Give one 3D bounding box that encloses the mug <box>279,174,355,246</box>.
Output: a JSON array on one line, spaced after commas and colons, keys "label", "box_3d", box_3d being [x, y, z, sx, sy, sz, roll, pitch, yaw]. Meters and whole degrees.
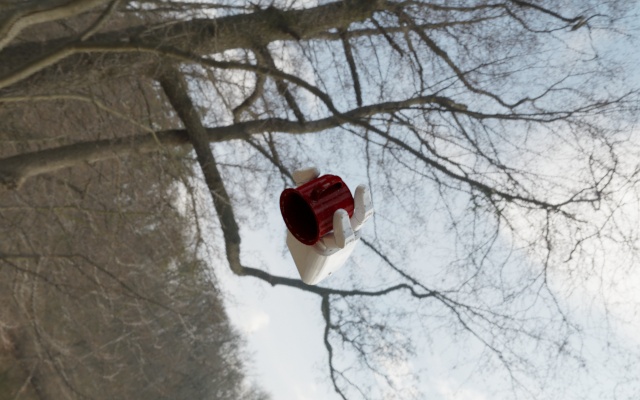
[{"label": "mug", "box_3d": [0.001, 0.001, 0.716, 0.081, 0.093, 0.117, -27, -25, -34]}]
